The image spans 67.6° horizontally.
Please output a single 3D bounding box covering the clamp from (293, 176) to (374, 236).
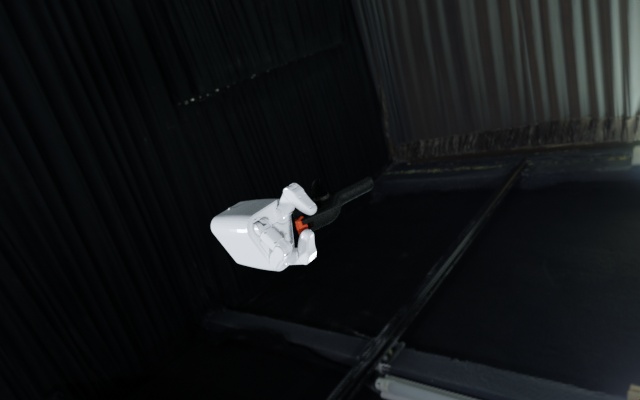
[{"bbox_3d":[0.000,0.003,0.805,0.120,0.039,0.171,-2,24,43],"label":"clamp"}]
